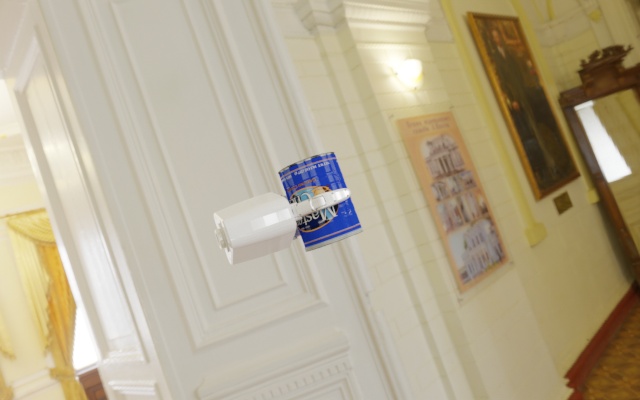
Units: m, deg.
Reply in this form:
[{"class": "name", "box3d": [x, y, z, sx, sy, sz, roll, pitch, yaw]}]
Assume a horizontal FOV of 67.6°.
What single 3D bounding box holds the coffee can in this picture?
[{"class": "coffee can", "box3d": [0.000, 0.003, 0.798, 0.103, 0.140, 0.103, -20, -3, -1]}]
